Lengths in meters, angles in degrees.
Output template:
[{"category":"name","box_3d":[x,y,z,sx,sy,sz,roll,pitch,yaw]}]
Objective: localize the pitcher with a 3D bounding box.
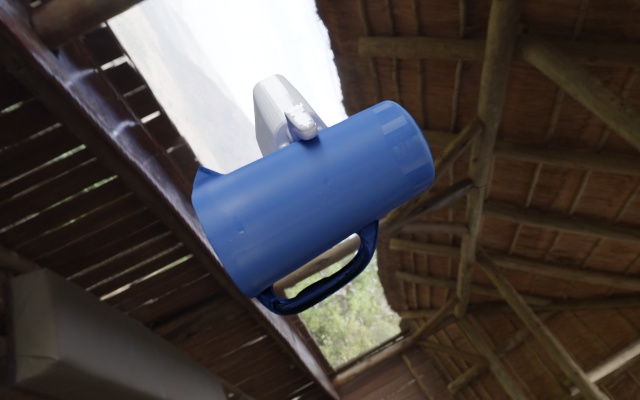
[{"category":"pitcher","box_3d":[0.000,0.002,0.519,0.243,0.145,0.149,-28,-43,-4]}]
